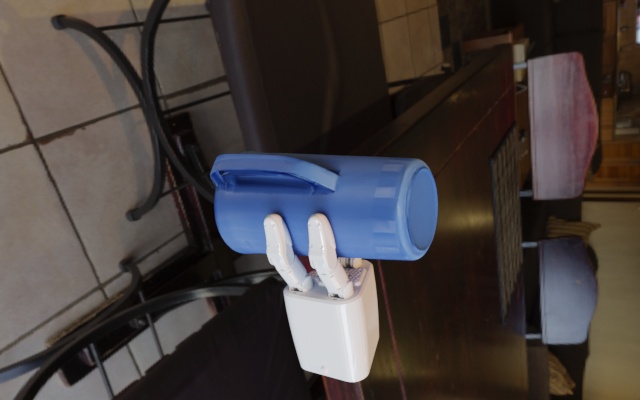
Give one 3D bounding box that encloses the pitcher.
[{"bbox_3d":[0.000,0.002,0.552,0.243,0.145,0.149,2,18,32],"label":"pitcher"}]
